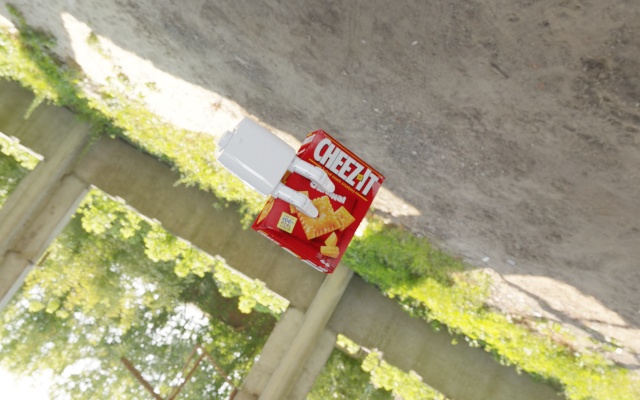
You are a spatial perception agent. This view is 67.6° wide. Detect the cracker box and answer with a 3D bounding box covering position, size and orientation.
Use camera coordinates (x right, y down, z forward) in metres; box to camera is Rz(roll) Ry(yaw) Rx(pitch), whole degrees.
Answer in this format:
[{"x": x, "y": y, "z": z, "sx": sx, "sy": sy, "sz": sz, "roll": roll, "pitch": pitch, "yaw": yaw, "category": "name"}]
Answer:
[{"x": 0.000, "y": 0.003, "z": 0.880, "sx": 0.164, "sy": 0.213, "sz": 0.072, "roll": 35, "pitch": -14, "yaw": -18, "category": "cracker box"}]
